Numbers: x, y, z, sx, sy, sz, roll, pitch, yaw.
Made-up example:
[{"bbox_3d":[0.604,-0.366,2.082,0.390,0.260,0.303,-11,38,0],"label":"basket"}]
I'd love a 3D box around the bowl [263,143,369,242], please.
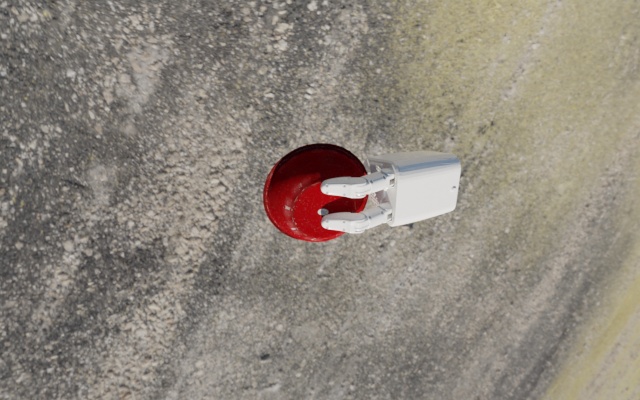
[{"bbox_3d":[-0.001,0.003,0.685,0.162,0.162,0.055,0,27,-13],"label":"bowl"}]
